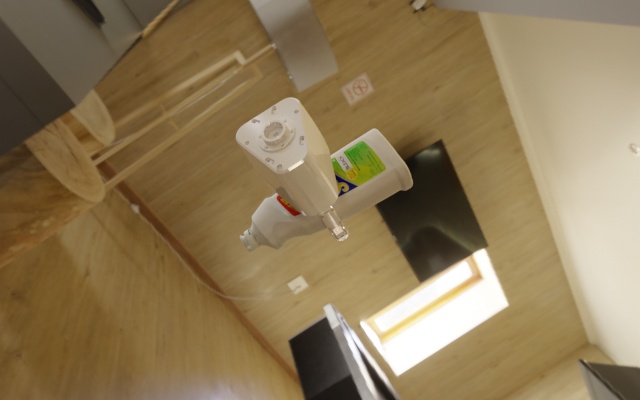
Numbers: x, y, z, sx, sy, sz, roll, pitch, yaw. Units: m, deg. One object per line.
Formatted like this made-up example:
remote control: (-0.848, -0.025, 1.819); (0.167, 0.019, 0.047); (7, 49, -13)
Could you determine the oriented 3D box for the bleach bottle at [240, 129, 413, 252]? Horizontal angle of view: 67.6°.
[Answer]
bleach bottle: (0.000, 0.002, 0.688); (0.251, 0.102, 0.068); (-32, -33, 1)
